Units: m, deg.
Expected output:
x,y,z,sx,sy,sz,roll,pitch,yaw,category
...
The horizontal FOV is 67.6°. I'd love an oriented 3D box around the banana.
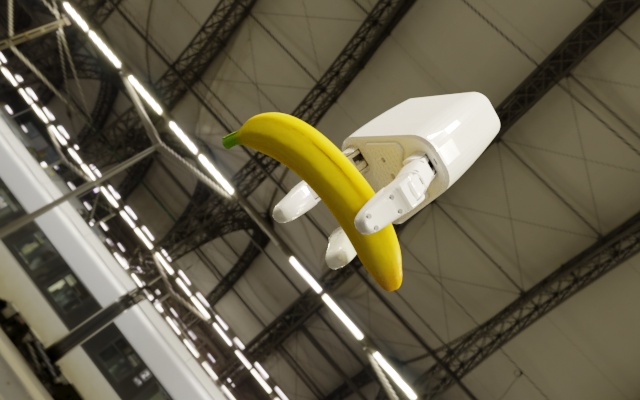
x,y,z,sx,sy,sz,roll,pitch,yaw,category
0.004,-0.011,0.389,0.037,0.198,0.070,-39,-13,-37,banana
